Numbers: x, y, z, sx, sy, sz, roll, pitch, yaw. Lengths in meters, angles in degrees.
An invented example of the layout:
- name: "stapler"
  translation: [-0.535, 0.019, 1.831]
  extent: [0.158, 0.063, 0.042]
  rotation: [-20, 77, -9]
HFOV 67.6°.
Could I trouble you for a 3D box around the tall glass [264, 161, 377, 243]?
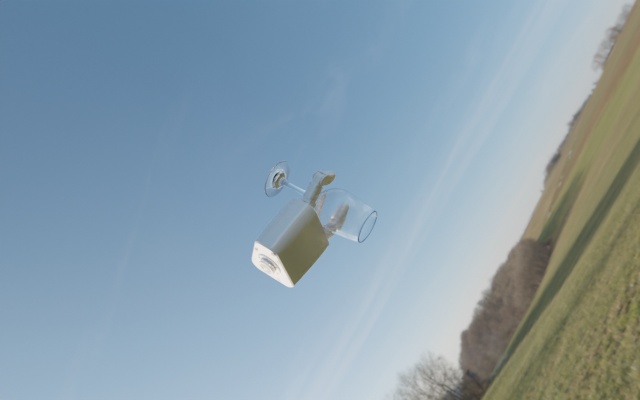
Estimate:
- name: "tall glass"
  translation: [0.000, 0.002, 0.855]
  extent: [0.201, 0.079, 0.079]
  rotation: [27, 11, 22]
